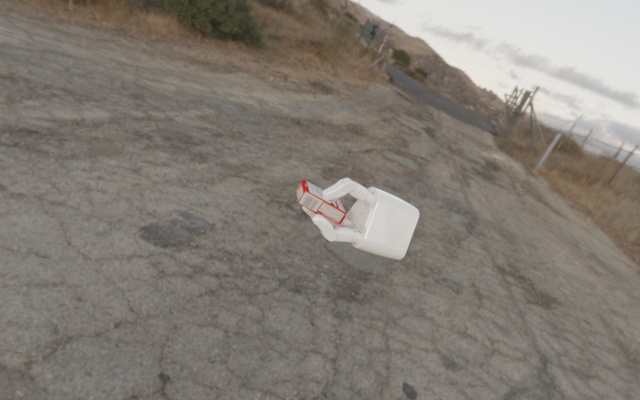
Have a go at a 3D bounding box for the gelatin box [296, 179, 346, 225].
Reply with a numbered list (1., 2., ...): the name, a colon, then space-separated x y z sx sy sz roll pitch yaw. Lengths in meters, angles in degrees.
1. gelatin box: 0.000 0.002 0.873 0.089 0.030 0.073 29 14 -16
